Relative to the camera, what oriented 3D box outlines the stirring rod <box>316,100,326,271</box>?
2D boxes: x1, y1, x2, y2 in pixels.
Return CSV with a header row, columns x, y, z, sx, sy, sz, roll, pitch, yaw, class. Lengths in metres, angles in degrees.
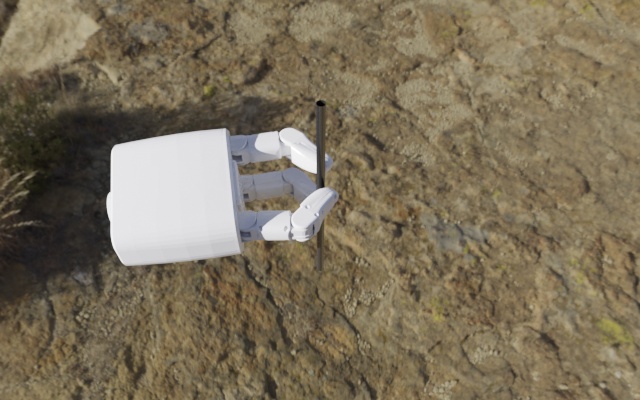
x,y,z,sx,sy,sz,roll,pitch,yaw,class
0.000,0.002,0.466,0.011,0.011,0.240,0,-40,0,stirring rod
